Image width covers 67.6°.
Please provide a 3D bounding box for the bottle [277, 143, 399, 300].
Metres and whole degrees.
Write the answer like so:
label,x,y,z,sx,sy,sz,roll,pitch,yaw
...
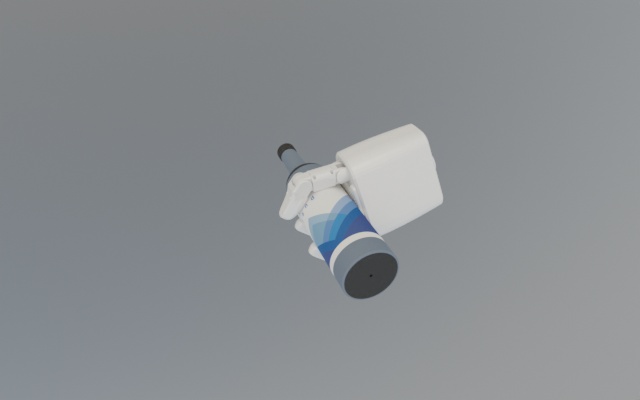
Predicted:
label,x,y,z,sx,sy,sz,roll,pitch,yaw
bottle,0.000,0.002,0.609,0.069,0.069,0.295,0,32,-25
